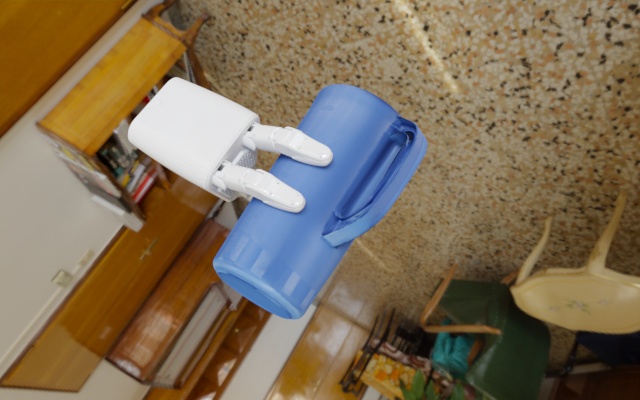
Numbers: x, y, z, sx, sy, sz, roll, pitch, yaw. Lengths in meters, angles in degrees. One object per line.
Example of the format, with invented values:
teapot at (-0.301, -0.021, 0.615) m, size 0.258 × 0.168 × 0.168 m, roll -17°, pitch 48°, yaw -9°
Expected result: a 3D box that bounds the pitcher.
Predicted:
pitcher at (0.000, 0.002, 0.516) m, size 0.145 × 0.242 × 0.149 m, roll 29°, pitch -21°, yaw 8°
